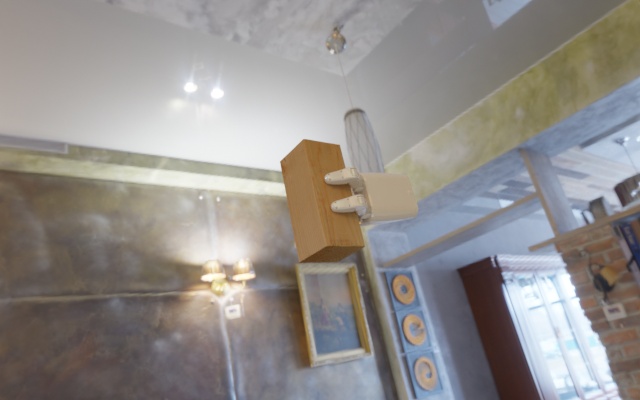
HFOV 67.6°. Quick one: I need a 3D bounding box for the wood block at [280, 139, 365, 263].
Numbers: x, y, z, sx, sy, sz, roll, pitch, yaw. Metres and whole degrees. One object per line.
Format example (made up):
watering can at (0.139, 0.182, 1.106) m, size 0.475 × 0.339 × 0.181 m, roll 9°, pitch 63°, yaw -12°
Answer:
wood block at (0.000, 0.003, 0.880) m, size 0.090 × 0.206 × 0.091 m, roll 4°, pitch -27°, yaw -35°
